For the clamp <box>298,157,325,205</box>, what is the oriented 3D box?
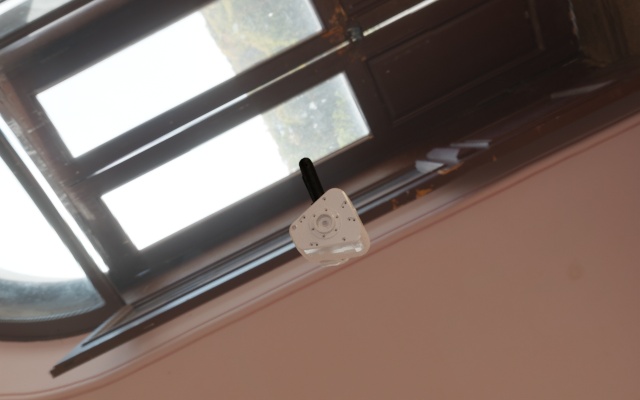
[{"bbox_3d":[0.000,0.003,0.865,0.039,0.171,0.120,-27,-19,2],"label":"clamp"}]
